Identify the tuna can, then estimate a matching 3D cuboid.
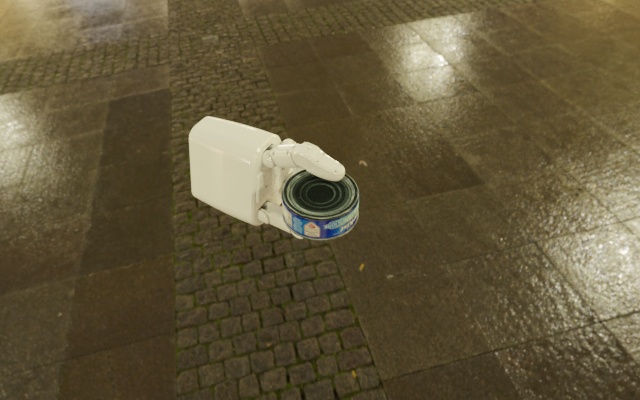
[{"bbox_3d":[0.000,0.001,0.525,0.086,0.034,0.086,0,44,0],"label":"tuna can"}]
